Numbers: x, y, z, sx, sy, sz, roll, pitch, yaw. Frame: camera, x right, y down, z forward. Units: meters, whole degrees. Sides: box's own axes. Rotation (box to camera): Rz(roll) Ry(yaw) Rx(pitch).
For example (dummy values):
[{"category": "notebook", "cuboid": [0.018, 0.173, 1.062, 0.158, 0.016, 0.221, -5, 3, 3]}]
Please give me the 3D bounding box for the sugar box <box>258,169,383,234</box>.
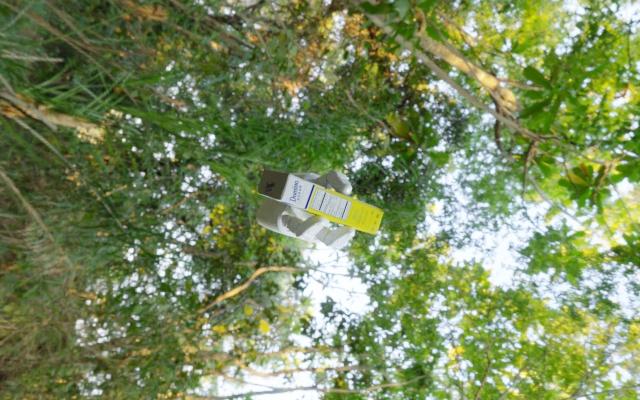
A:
[{"category": "sugar box", "cuboid": [0.000, 0.003, 0.728, 0.176, 0.048, 0.093, 18, -2, -30]}]
